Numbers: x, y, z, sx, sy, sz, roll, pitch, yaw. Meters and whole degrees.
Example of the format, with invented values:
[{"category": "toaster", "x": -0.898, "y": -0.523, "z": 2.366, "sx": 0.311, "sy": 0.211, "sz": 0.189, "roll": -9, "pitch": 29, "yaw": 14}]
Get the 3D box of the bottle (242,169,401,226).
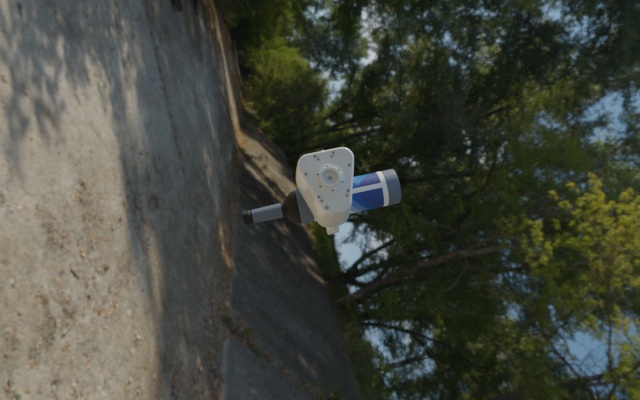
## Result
[{"category": "bottle", "x": 0.000, "y": 0.003, "z": 0.899, "sx": 0.296, "sy": 0.069, "sz": 0.069, "roll": -12, "pitch": 1, "yaw": -4}]
